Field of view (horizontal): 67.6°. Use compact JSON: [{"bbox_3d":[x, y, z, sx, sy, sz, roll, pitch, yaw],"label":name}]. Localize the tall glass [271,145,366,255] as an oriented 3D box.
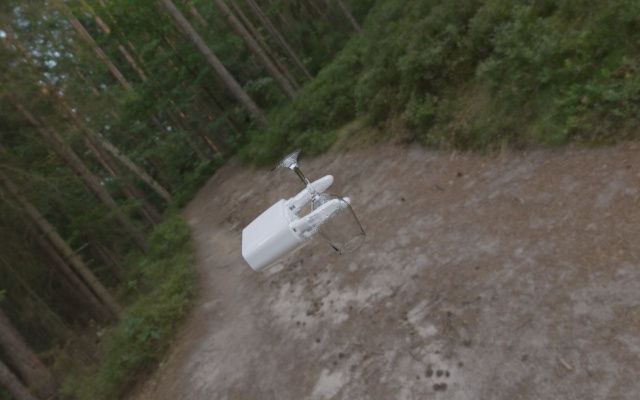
[{"bbox_3d":[0.000,0.002,0.864,0.079,0.201,0.079,-36,10,7],"label":"tall glass"}]
